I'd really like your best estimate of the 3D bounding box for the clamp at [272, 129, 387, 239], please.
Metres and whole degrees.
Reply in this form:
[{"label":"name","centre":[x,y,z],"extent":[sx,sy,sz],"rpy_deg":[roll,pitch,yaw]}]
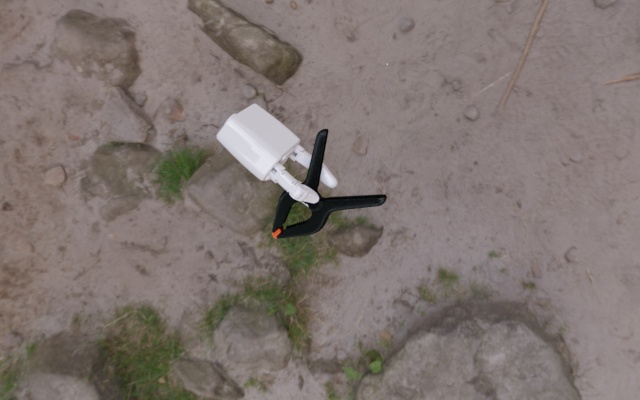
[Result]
[{"label":"clamp","centre":[-0.001,0.003,0.842],"extent":[0.164,0.210,0.036],"rpy_deg":[42,17,0]}]
